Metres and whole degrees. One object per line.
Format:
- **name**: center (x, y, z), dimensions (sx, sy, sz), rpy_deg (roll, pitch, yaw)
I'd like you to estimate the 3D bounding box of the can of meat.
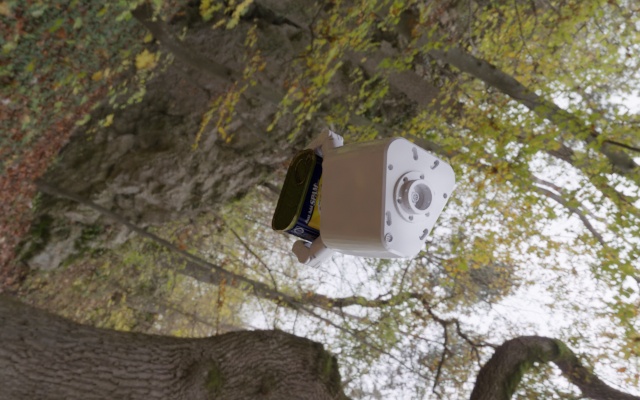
- **can of meat**: center (0.000, 0.002, 0.573), dimensions (0.084, 0.102, 0.057), rpy_deg (24, -16, -27)
